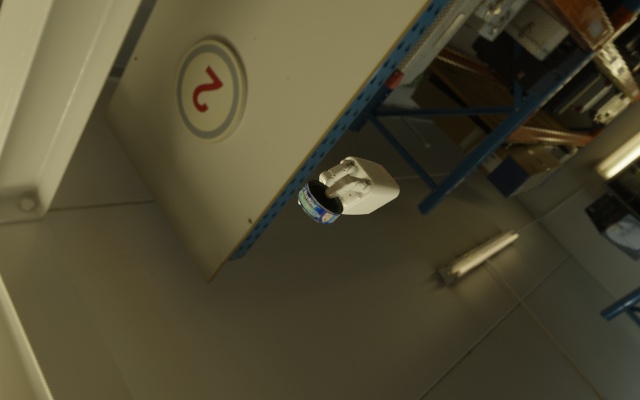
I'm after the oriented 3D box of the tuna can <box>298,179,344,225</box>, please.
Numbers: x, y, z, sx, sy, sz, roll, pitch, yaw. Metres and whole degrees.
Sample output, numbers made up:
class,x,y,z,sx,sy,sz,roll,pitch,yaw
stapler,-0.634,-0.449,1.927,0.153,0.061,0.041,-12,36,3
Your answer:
class,x,y,z,sx,sy,sz,roll,pitch,yaw
tuna can,0.000,0.003,0.888,0.034,0.086,0.086,-46,-23,24
